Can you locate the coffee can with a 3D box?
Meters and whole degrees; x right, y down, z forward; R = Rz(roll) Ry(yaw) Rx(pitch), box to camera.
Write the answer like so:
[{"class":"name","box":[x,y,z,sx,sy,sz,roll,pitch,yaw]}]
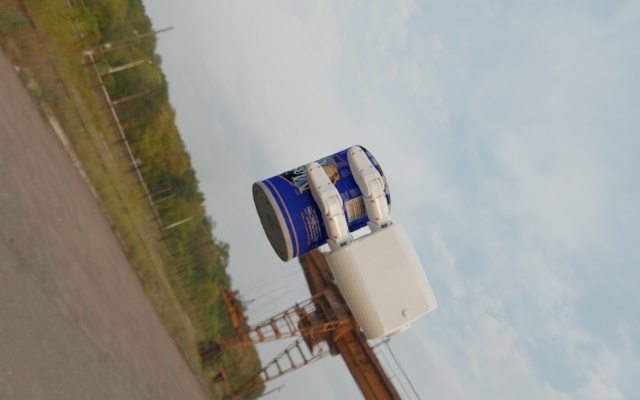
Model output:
[{"class":"coffee can","box":[0.000,0.002,0.590,0.140,0.103,0.103,-22,7,-18]}]
